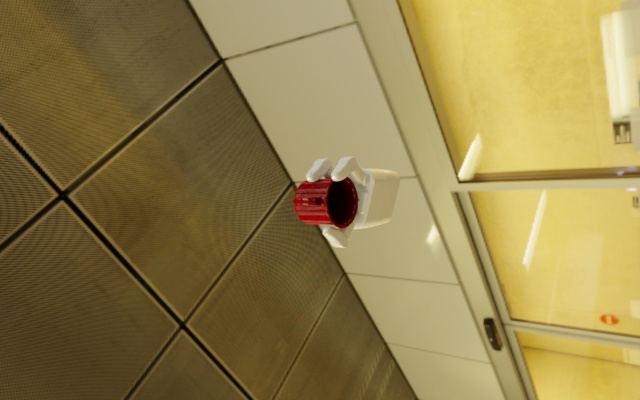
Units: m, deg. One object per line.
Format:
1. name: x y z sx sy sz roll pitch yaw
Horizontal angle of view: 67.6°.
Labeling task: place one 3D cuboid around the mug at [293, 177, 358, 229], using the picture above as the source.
1. mug: -0.001 0.003 0.841 0.081 0.093 0.117 -1 2 40
